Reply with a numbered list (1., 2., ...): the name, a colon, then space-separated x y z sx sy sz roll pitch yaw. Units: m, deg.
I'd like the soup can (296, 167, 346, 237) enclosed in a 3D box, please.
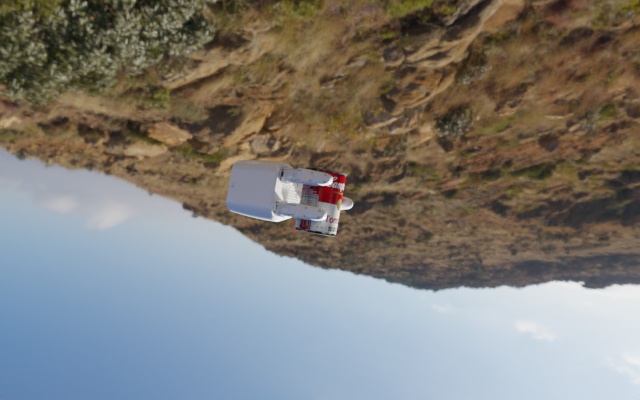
1. soup can: 0.001 0.003 0.771 0.068 0.102 0.068 10 -3 0
